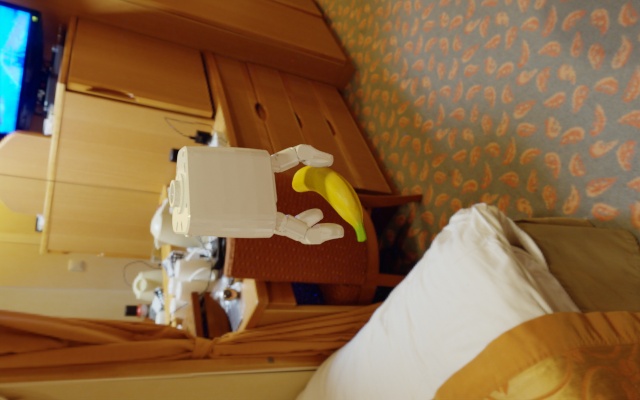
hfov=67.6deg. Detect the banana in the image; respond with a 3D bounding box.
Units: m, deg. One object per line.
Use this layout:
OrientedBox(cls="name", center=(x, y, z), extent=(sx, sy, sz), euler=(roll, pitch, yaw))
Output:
OrientedBox(cls="banana", center=(0.004, -0.014, 0.659), extent=(0.037, 0.070, 0.197), euler=(-4, 24, -27))
